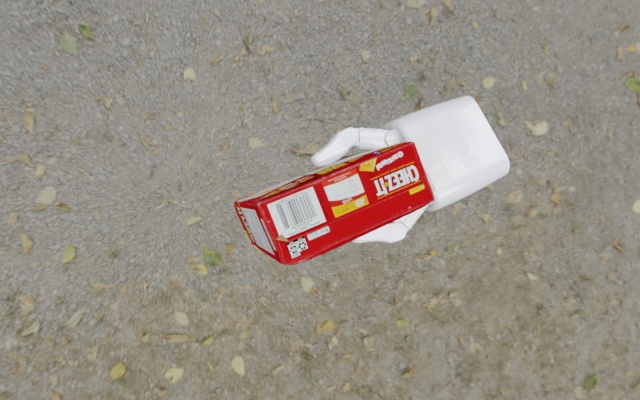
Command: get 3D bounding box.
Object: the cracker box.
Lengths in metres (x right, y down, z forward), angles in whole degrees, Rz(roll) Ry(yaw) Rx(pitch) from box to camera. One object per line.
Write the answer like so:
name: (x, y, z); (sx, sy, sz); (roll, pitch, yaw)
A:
cracker box: (0.000, 0.002, 0.536); (0.164, 0.072, 0.213); (-23, 6, -15)
